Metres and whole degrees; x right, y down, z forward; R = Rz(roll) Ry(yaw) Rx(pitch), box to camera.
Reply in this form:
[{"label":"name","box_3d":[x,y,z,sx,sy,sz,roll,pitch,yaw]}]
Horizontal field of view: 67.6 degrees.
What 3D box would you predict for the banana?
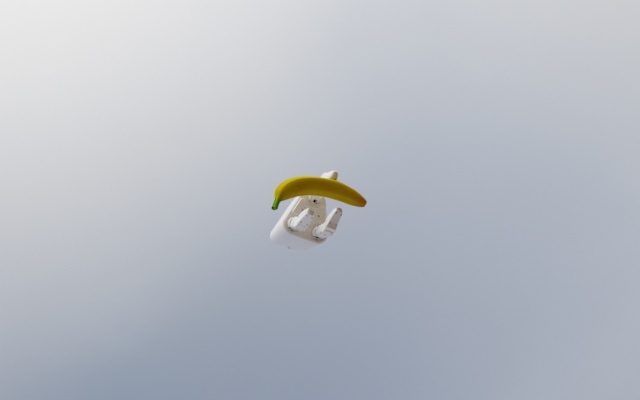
[{"label":"banana","box_3d":[-0.007,-0.014,0.890,0.198,0.069,0.037,-3,-21,-26]}]
